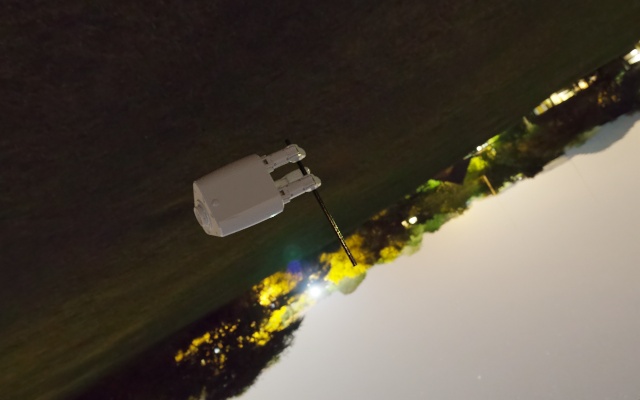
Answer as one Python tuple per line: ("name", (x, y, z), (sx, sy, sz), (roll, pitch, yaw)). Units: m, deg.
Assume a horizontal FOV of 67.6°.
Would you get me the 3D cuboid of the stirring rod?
("stirring rod", (0.000, 0.003, 0.794), (0.011, 0.239, 0.011), (-28, -5, -3))
